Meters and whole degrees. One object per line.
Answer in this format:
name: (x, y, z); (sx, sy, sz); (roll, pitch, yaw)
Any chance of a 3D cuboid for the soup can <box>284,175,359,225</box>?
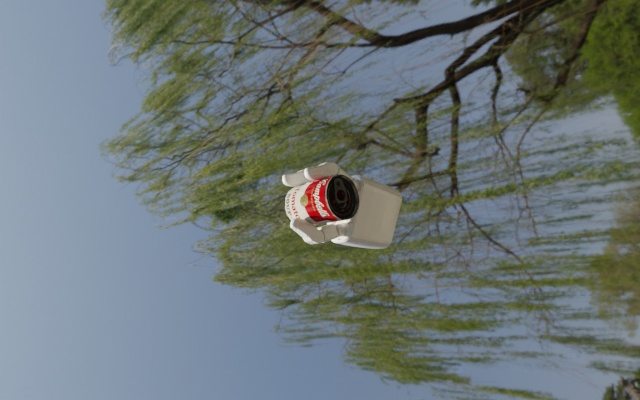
soup can: (0.000, 0.002, 0.736); (0.068, 0.068, 0.102); (0, -8, -42)
